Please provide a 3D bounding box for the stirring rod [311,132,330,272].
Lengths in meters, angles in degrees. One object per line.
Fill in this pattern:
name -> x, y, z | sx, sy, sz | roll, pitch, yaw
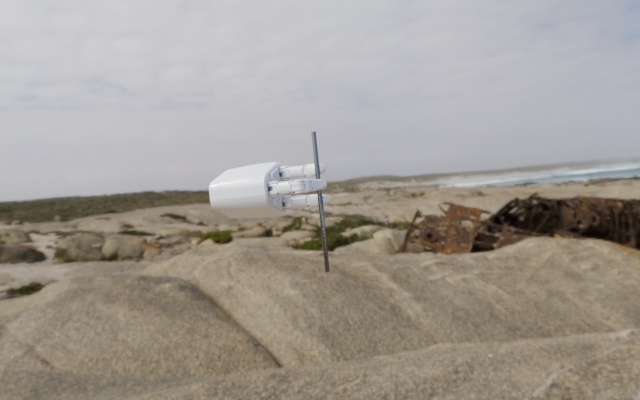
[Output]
stirring rod -> 0.000, 0.003, 0.817 | 0.011, 0.239, 0.011 | -6, 2, 0
